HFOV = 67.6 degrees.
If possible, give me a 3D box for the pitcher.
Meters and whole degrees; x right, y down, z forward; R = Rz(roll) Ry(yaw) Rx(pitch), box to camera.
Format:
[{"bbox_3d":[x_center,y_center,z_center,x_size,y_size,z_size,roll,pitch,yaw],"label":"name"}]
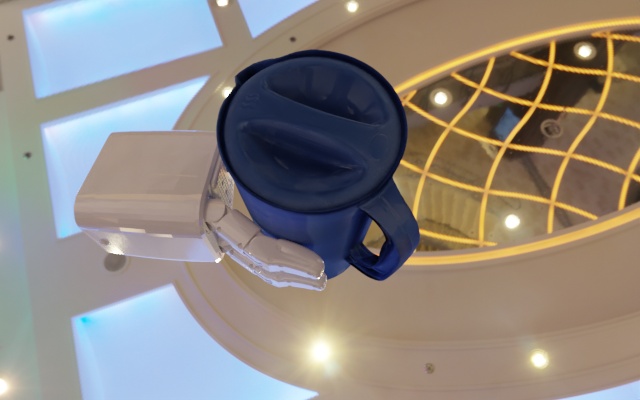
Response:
[{"bbox_3d":[0.000,0.001,0.431,0.145,0.149,0.243,2,-24,1],"label":"pitcher"}]
